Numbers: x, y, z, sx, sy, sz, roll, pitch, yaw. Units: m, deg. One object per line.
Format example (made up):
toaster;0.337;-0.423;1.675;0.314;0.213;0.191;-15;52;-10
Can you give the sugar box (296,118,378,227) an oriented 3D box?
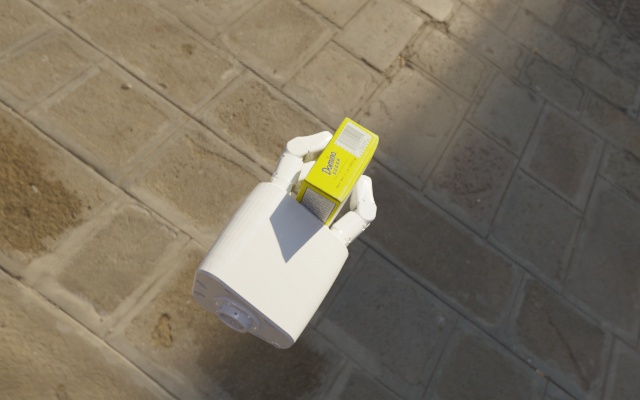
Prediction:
sugar box;0.000;0.001;0.515;0.048;0.093;0.176;33;-33;1
